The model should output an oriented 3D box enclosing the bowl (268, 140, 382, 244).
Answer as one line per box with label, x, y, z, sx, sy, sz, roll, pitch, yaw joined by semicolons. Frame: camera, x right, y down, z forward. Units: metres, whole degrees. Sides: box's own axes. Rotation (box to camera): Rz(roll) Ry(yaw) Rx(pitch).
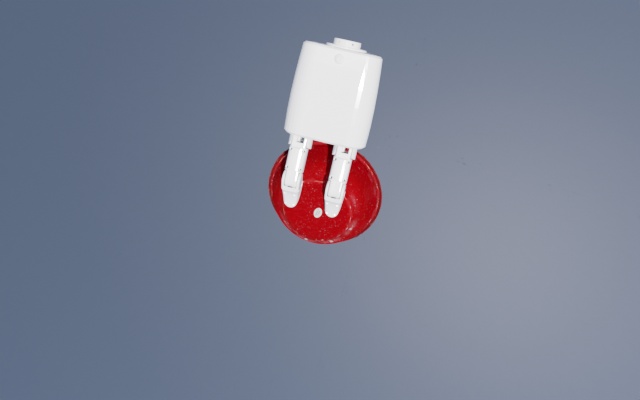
bowl;0.000;0.004;0.646;0.162;0.162;0.055;0;28;13
